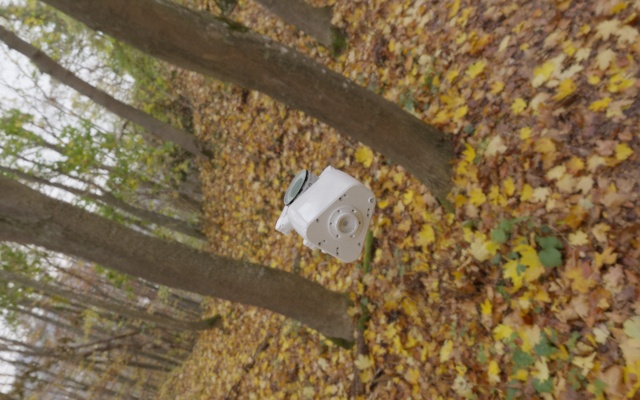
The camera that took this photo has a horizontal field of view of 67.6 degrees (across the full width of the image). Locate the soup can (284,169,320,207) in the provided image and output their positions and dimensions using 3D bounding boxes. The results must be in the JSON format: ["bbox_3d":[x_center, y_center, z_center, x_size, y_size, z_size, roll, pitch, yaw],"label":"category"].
[{"bbox_3d":[0.000,0.002,0.778,0.102,0.068,0.068,30,-11,-19],"label":"soup can"}]
